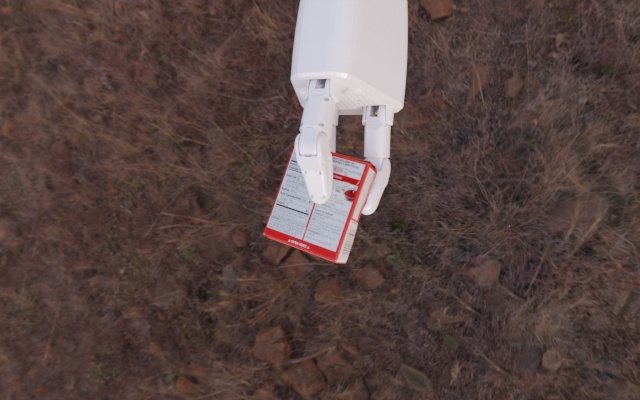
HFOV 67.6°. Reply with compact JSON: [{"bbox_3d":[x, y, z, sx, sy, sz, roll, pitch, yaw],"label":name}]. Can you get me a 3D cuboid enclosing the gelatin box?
[{"bbox_3d":[0.000,0.002,0.414,0.073,0.089,0.030,18,-4,23],"label":"gelatin box"}]
